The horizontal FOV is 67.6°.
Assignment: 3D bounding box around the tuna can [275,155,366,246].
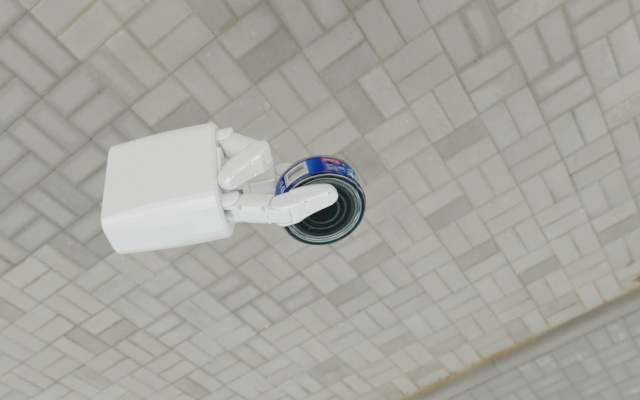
[{"bbox_3d":[0.000,0.002,0.461,0.086,0.086,0.033,0,33,-12],"label":"tuna can"}]
